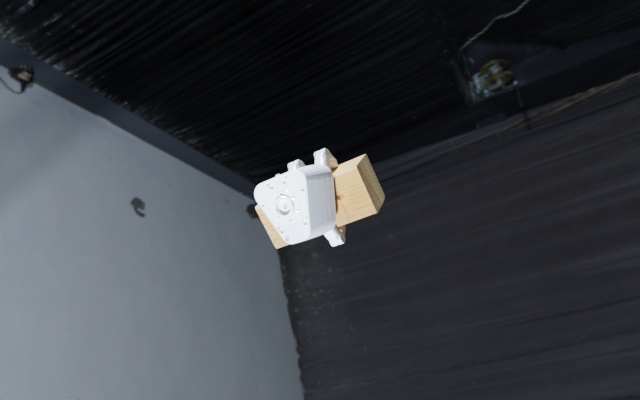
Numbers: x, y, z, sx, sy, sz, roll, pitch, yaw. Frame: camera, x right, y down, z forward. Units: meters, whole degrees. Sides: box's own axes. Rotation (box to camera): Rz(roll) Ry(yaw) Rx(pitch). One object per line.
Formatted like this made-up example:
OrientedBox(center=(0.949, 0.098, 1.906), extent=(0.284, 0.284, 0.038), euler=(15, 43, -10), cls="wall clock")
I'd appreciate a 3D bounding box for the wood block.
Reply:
OrientedBox(center=(0.000, 0.003, 0.867), extent=(0.206, 0.091, 0.090), euler=(-21, 12, 23), cls="wood block")
